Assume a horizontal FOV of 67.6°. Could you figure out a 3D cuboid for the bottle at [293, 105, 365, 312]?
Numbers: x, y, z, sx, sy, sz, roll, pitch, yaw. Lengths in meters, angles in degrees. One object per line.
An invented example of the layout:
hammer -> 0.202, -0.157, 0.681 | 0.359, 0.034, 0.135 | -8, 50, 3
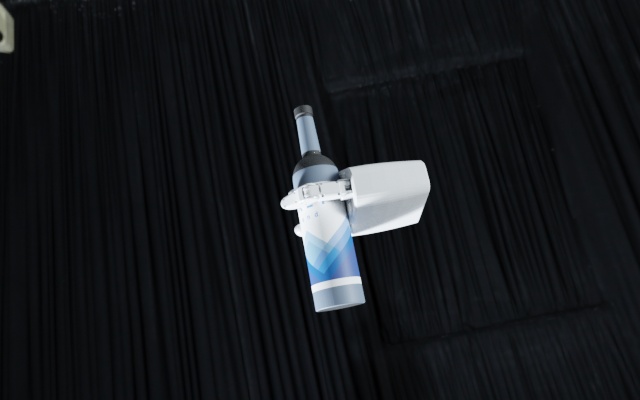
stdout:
bottle -> 0.000, 0.002, 0.672 | 0.069, 0.295, 0.069 | -10, -16, -3
